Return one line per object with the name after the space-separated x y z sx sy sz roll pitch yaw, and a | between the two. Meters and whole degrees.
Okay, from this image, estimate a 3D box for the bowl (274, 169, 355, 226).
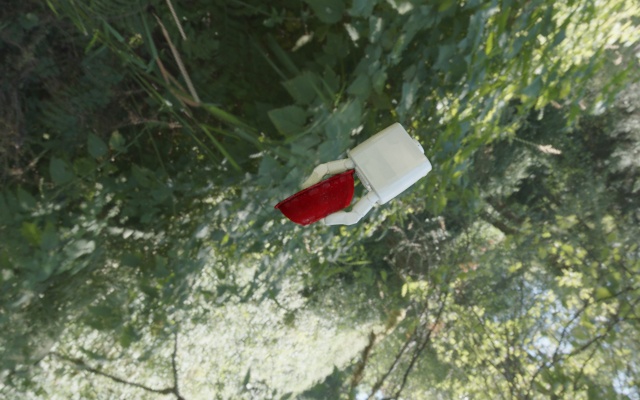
-0.001 0.004 0.859 0.162 0.055 0.162 -24 -3 -1 | bowl
